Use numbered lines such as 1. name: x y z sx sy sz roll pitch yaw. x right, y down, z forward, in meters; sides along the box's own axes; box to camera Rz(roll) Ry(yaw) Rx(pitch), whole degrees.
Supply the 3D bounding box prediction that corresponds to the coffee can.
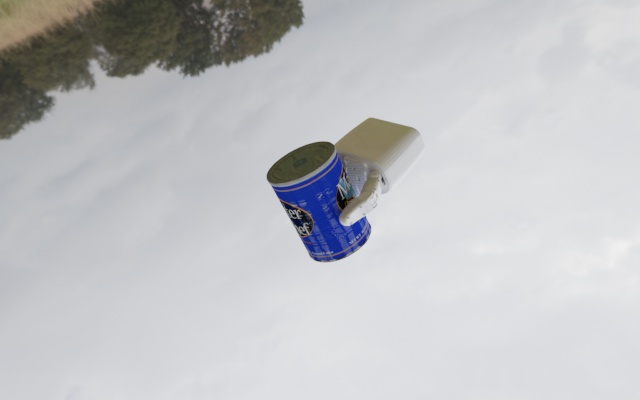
1. coffee can: 0.000 0.002 0.677 0.103 0.140 0.102 -21 27 11
